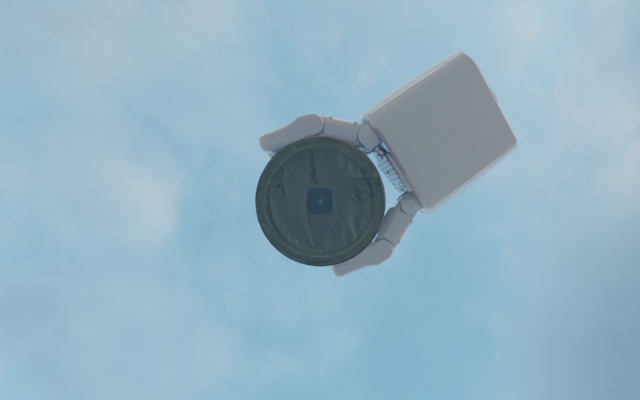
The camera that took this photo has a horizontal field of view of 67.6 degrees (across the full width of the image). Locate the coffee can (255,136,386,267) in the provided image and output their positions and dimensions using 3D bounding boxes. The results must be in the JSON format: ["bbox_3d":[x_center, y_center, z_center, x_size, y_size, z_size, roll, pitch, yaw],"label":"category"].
[{"bbox_3d":[0.000,0.002,0.442,0.103,0.103,0.140,0,-1,0],"label":"coffee can"}]
